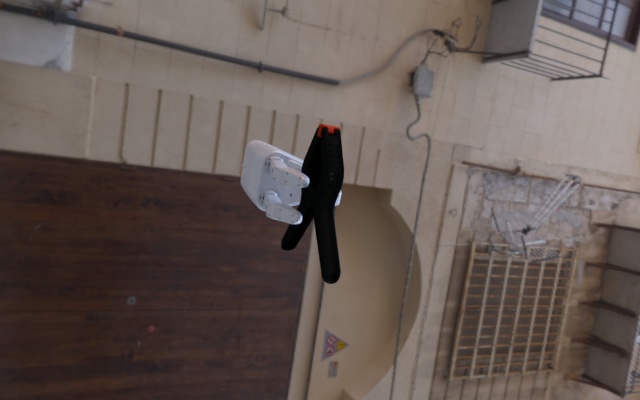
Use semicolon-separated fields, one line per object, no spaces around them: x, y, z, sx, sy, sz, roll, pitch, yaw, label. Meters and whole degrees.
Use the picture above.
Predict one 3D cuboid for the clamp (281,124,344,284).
0.001;0.002;0.665;0.036;0.210;0.164;5;16;-29;clamp
